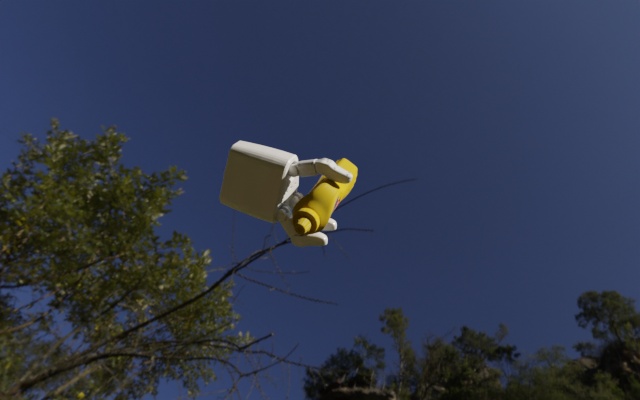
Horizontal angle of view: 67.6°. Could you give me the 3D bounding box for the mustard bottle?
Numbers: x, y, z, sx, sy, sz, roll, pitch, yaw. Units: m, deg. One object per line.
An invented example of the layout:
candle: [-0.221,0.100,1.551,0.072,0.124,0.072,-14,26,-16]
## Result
mustard bottle: [0.001,0.003,0.782,0.058,0.096,0.191,39,32,0]
